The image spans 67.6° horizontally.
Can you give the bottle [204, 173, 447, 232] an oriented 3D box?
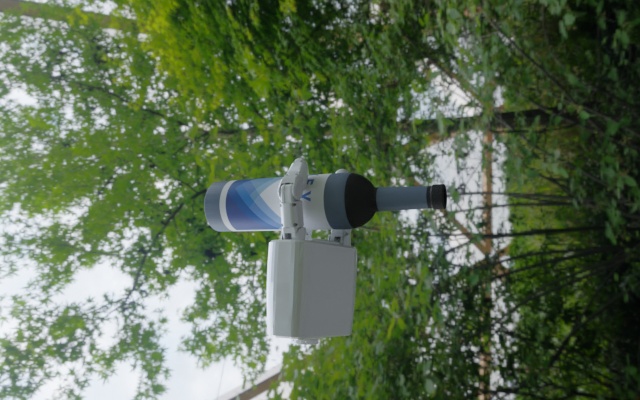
[{"bbox_3d":[0.000,0.002,0.574,0.296,0.069,0.069,-3,-1,24],"label":"bottle"}]
